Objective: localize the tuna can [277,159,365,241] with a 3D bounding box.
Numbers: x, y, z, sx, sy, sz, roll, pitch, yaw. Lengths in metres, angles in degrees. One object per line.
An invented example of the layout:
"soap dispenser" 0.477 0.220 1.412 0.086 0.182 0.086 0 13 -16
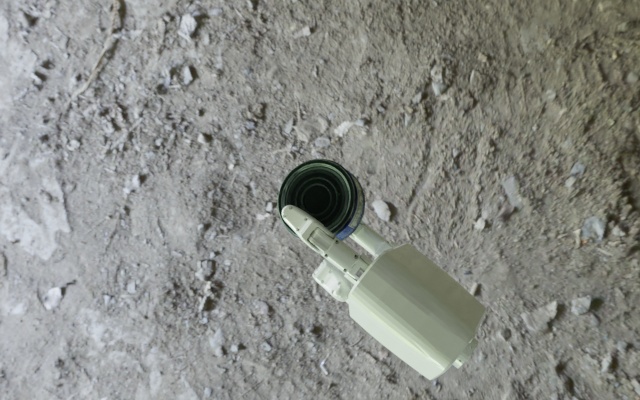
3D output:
"tuna can" 0.000 0.001 0.486 0.086 0.086 0.034 0 -11 20
